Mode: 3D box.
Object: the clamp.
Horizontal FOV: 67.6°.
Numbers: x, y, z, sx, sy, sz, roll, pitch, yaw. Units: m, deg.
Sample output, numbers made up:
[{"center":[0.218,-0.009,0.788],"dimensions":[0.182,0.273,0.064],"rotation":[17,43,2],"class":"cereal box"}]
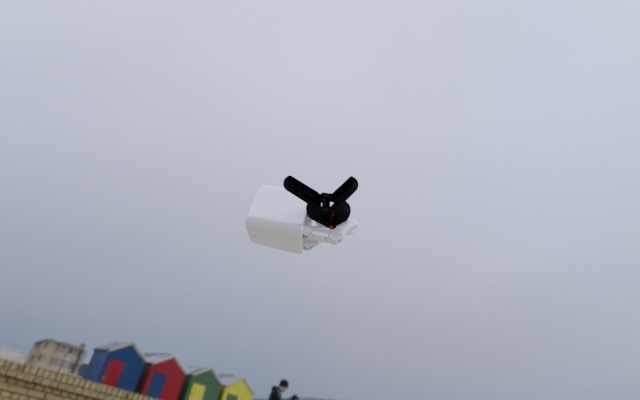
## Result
[{"center":[0.000,0.002,0.821],"dimensions":[0.120,0.039,0.172],"rotation":[10,-28,5],"class":"clamp"}]
